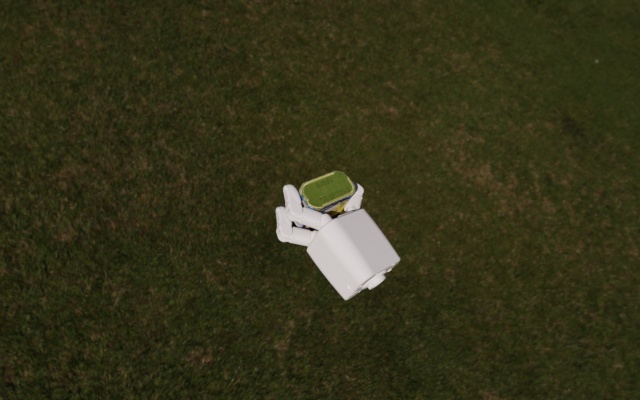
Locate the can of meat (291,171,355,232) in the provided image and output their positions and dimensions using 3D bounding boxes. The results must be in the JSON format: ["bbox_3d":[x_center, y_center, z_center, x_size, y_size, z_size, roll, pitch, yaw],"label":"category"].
[{"bbox_3d":[0.000,0.002,0.800,0.102,0.057,0.084,-24,-21,-33],"label":"can of meat"}]
